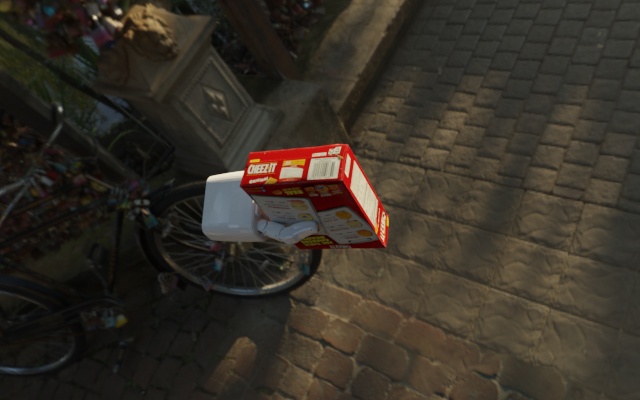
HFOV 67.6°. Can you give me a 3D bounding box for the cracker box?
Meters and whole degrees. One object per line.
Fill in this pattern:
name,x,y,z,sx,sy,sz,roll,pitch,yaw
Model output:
cracker box,0.000,0.003,0.754,0.164,0.072,0.214,-3,-31,25
